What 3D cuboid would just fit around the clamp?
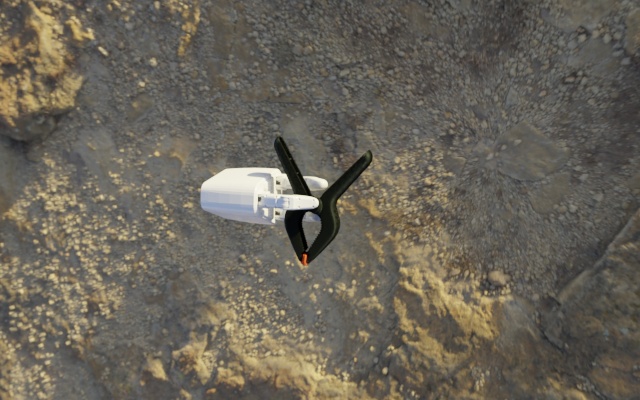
[{"bbox_3d":[0.000,0.003,0.775,0.164,0.210,0.036,4,6,17],"label":"clamp"}]
